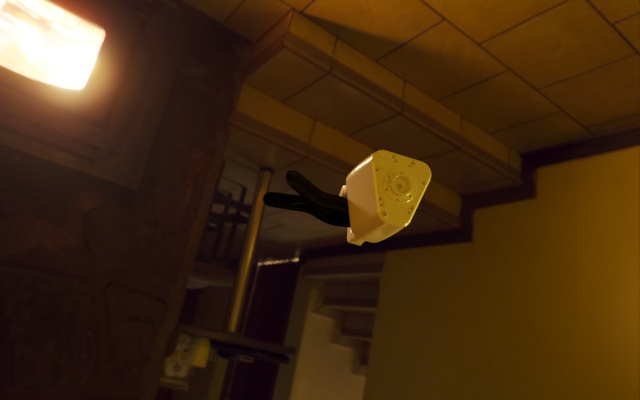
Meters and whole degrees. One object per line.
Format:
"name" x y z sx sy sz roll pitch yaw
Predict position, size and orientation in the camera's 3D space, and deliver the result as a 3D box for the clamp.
"clamp" 0.000 0.003 0.756 0.171 0.039 0.120 15 -19 -11
